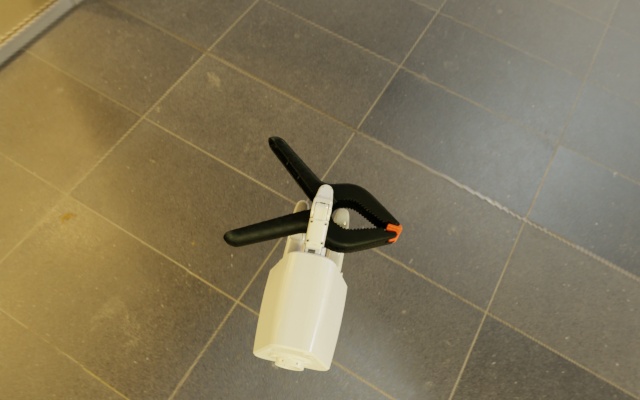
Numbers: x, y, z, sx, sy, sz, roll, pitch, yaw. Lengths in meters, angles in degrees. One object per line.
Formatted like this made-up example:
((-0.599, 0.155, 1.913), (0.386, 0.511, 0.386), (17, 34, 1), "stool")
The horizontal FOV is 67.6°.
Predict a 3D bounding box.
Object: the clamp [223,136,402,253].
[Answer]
((0.001, 0.002, 0.606), (0.210, 0.164, 0.036), (12, -27, 1), "clamp")
